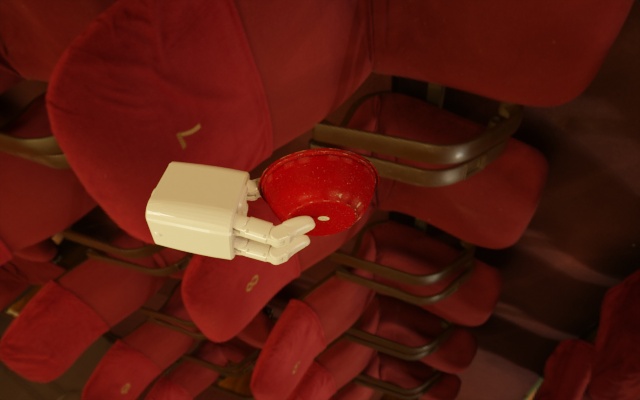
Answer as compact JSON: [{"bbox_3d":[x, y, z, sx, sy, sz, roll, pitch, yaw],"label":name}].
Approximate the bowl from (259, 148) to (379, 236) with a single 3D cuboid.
[{"bbox_3d":[0.001,0.002,0.625,0.162,0.055,0.162,-4,-32,-2],"label":"bowl"}]
